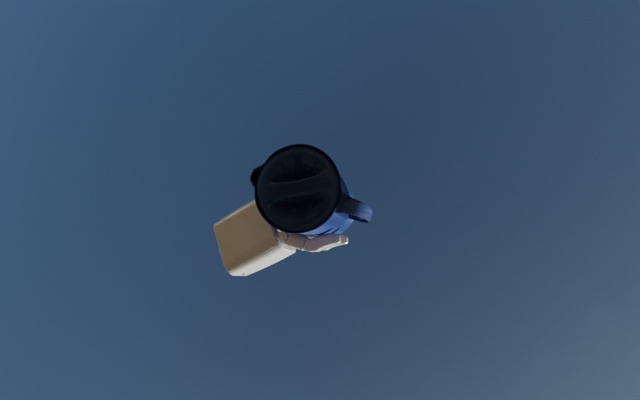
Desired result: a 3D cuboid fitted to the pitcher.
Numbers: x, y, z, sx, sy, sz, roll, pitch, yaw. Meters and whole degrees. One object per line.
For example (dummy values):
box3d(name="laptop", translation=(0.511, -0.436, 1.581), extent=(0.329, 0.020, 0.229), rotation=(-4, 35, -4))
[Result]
box3d(name="pitcher", translation=(0.000, 0.003, 0.805), extent=(0.145, 0.149, 0.243), rotation=(-29, -14, 8))
